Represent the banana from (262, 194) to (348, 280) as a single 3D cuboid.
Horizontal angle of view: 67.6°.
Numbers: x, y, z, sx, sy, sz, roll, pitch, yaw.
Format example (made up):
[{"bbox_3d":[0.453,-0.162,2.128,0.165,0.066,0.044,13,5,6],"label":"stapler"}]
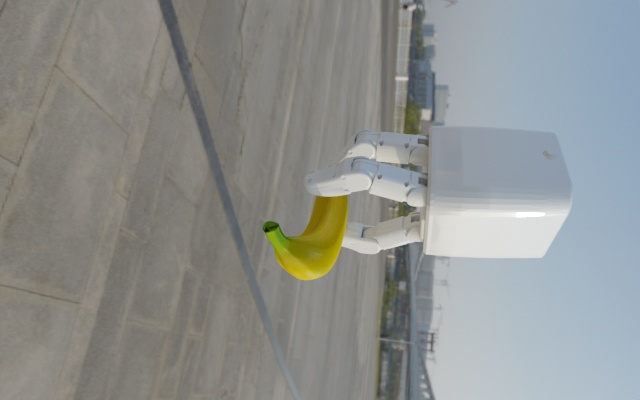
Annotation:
[{"bbox_3d":[0.000,0.020,0.425,0.037,0.070,0.197,0,17,14],"label":"banana"}]
